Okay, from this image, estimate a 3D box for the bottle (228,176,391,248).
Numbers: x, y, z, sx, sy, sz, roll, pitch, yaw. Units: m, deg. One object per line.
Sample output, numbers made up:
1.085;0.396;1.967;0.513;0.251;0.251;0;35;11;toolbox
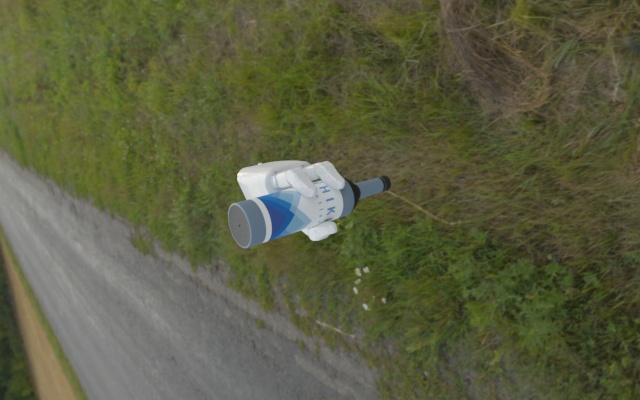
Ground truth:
0.000;0.003;0.761;0.295;0.069;0.069;-16;9;-35;bottle
